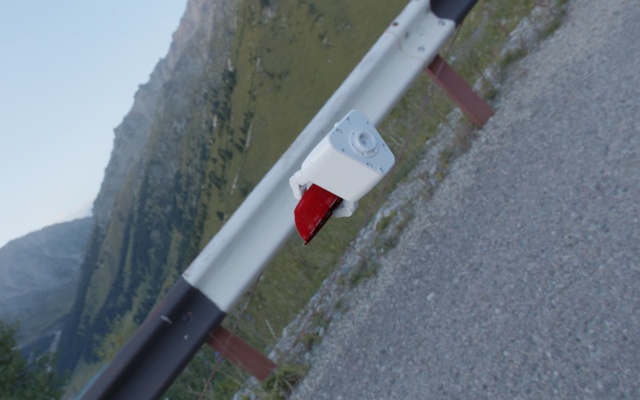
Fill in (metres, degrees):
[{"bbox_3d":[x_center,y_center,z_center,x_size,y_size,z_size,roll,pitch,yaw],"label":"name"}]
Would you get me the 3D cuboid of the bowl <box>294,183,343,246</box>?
[{"bbox_3d":[-0.001,0.003,0.873,0.055,0.162,0.162,37,4,6],"label":"bowl"}]
